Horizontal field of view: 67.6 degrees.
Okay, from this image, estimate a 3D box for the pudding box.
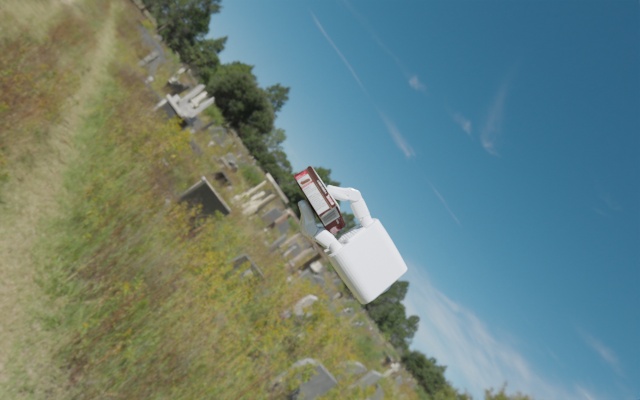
[{"bbox_3d":[0.000,0.003,0.820,0.039,0.090,0.113,-32,-22,-4],"label":"pudding box"}]
